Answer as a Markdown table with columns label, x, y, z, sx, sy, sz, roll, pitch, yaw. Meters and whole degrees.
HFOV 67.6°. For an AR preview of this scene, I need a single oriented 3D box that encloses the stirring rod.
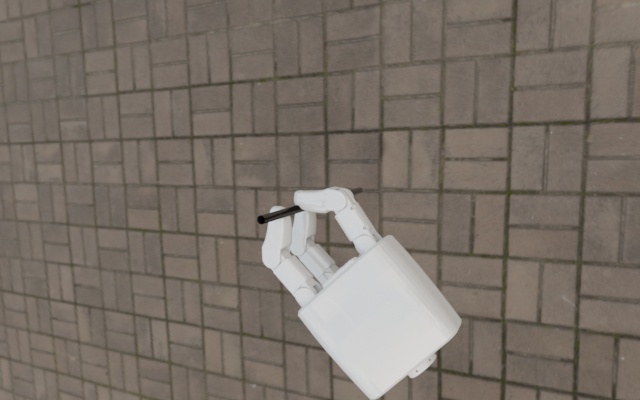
| label | x | y | z | sx | sy | sz | roll | pitch | yaw |
| --- | --- | --- | --- | --- | --- | --- | --- | --- | --- |
| stirring rod | 0.000 | 0.002 | 0.523 | 0.011 | 0.011 | 0.239 | 0 | 7 | 26 |
